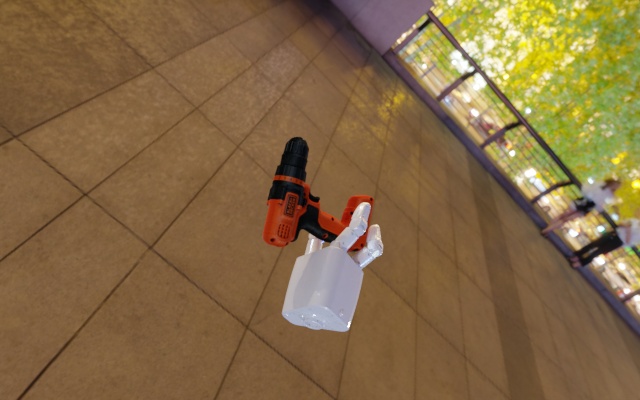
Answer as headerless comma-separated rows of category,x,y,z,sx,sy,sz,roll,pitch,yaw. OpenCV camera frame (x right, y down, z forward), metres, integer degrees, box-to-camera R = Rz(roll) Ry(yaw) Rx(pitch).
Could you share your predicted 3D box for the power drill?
power drill,0.000,0.003,0.812,0.188,0.184,0.057,18,-10,-29
